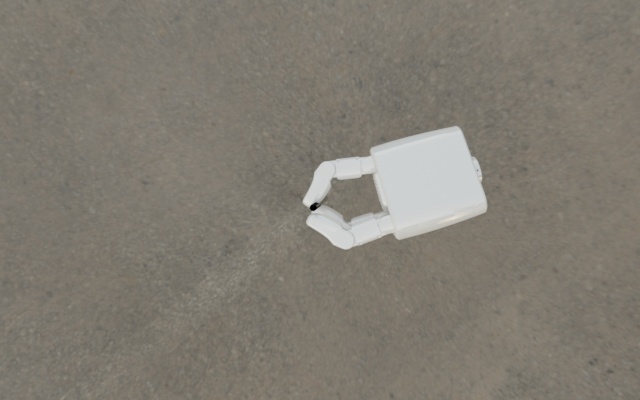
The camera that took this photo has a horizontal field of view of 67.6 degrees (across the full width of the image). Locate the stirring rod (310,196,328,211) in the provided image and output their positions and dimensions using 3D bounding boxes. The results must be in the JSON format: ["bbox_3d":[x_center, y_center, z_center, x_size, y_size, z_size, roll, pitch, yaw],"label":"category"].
[{"bbox_3d":[0.000,0.002,0.646,0.011,0.011,0.239,0,3,4],"label":"stirring rod"}]
